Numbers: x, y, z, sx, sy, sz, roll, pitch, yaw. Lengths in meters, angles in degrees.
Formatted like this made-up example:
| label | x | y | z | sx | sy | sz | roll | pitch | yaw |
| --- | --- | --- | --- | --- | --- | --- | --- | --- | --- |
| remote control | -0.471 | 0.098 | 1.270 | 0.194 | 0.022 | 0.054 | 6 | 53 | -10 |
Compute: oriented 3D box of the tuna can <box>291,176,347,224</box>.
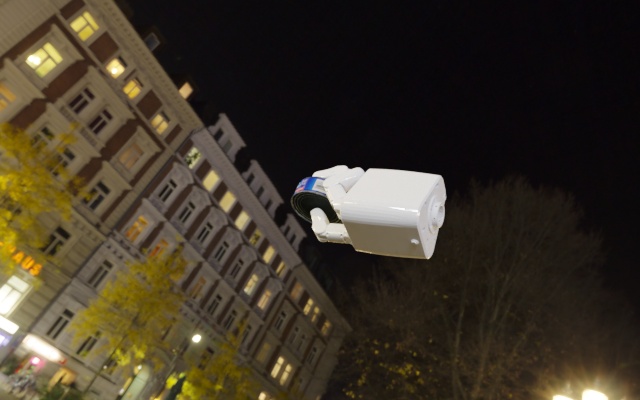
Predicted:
| label | x | y | z | sx | sy | sz | roll | pitch | yaw |
| --- | --- | --- | --- | --- | --- | --- | --- | --- | --- |
| tuna can | 0.000 | 0.002 | 0.738 | 0.086 | 0.033 | 0.086 | 17 | -34 | 12 |
